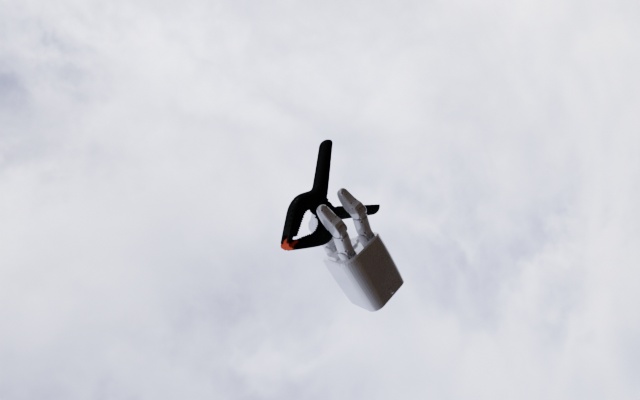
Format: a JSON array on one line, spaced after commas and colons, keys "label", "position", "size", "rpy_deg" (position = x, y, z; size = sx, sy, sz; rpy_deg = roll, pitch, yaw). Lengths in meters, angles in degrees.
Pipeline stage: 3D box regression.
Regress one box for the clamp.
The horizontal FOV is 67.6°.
[{"label": "clamp", "position": [-0.001, 0.003, 0.814], "size": [0.210, 0.164, 0.036], "rpy_deg": [-39, 11, -34]}]
